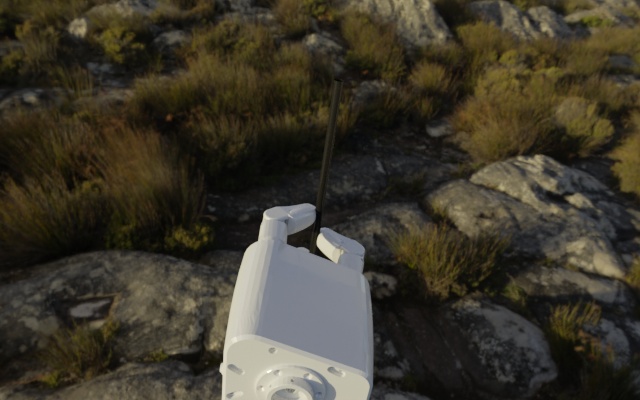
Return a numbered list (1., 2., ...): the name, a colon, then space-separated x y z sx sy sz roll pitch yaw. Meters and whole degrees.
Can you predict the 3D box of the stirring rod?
1. stirring rod: 0.000 0.002 0.463 0.011 0.240 0.011 6 30 -4
